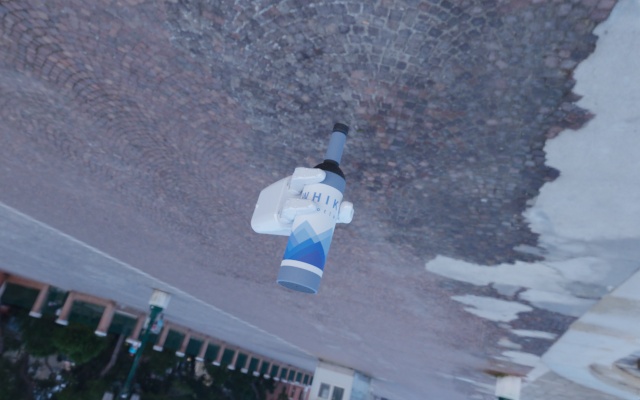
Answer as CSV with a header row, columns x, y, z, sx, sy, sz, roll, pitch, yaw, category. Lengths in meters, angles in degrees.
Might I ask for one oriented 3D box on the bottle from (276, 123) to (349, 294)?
x,y,z,sx,sy,sz,roll,pitch,yaw,category
0.000,0.003,0.794,0.069,0.295,0.069,14,-21,5,bottle
